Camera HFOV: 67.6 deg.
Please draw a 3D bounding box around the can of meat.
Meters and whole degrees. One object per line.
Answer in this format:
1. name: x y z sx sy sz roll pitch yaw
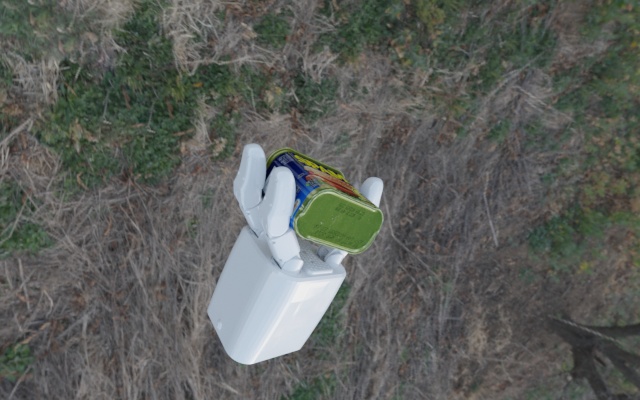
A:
1. can of meat: 0.000 0.002 0.457 0.102 0.057 0.084 21 16 -40
